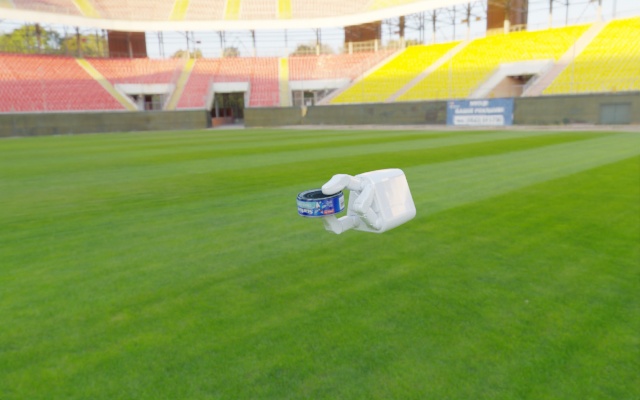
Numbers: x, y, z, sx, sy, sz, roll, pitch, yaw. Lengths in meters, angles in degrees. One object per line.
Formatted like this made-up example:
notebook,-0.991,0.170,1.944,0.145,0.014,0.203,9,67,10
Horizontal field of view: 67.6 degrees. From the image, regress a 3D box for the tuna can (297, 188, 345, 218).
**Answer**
tuna can,0.000,0.002,0.862,0.086,0.034,0.086,-6,14,1
